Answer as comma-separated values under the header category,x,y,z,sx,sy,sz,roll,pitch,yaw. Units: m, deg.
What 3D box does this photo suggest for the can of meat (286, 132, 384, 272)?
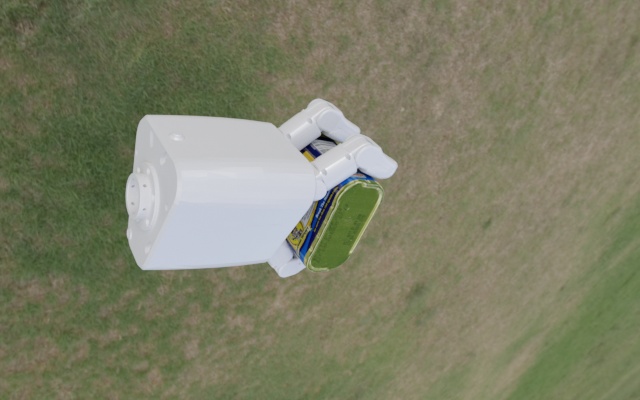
category,x,y,z,sx,sy,sz,roll,pitch,yaw
can of meat,0.000,0.002,0.432,0.057,0.102,0.084,2,34,-40
